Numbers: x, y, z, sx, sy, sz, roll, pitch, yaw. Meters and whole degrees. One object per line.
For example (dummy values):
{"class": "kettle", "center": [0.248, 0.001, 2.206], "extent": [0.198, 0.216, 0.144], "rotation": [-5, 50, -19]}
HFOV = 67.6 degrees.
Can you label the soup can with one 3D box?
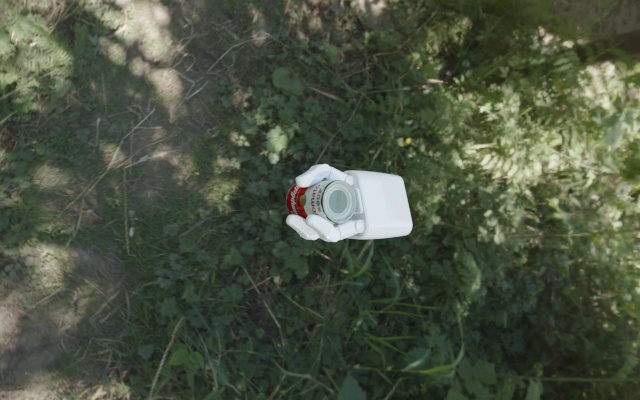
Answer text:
{"class": "soup can", "center": [0.000, 0.002, 0.756], "extent": [0.068, 0.068, 0.102], "rotation": [0, 0, -36]}
